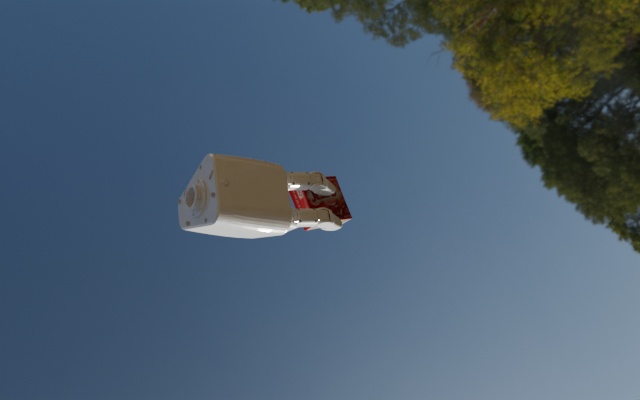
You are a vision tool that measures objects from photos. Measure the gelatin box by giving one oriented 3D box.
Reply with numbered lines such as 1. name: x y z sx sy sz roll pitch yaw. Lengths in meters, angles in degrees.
1. gelatin box: 0.000 0.003 0.710 0.030 0.073 0.089 -31 -16 37
